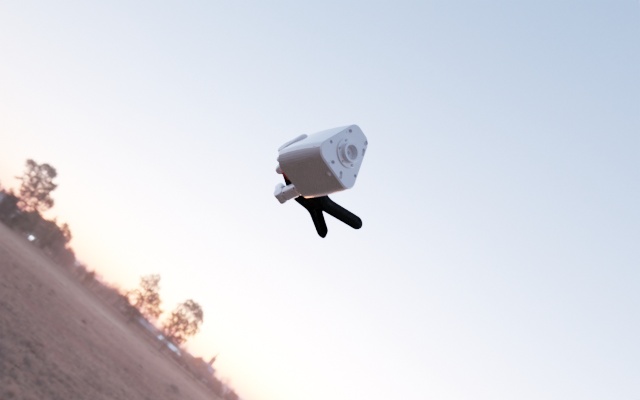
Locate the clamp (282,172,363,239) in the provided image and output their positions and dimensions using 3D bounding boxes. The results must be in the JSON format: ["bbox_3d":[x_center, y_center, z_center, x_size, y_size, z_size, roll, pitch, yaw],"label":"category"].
[{"bbox_3d":[0.000,0.002,0.880,0.120,0.171,0.039,-13,34,41],"label":"clamp"}]
